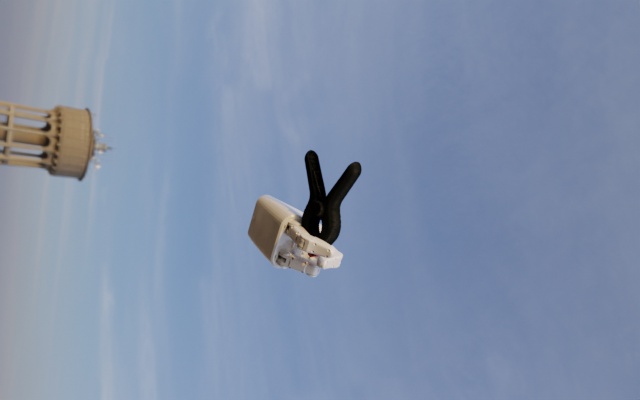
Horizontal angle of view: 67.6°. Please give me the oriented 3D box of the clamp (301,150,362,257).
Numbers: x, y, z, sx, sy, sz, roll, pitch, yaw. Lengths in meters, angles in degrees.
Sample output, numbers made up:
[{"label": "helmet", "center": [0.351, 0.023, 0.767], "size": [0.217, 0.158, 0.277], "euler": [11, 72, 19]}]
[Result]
[{"label": "clamp", "center": [0.001, 0.003, 0.764], "size": [0.039, 0.171, 0.120], "euler": [7, 18, -37]}]
